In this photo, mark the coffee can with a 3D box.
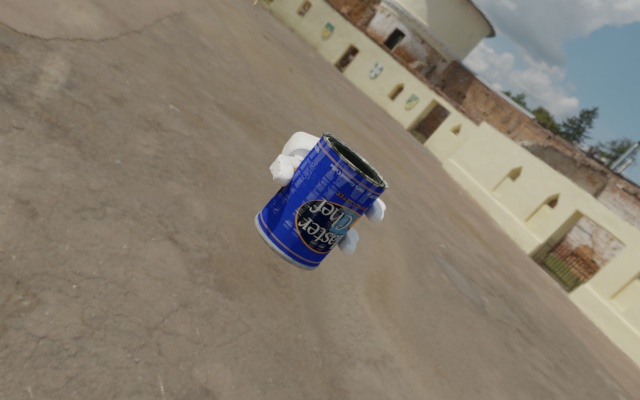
[{"bbox_3d":[0.000,0.002,0.594,0.103,0.140,0.102,37,15,-12],"label":"coffee can"}]
